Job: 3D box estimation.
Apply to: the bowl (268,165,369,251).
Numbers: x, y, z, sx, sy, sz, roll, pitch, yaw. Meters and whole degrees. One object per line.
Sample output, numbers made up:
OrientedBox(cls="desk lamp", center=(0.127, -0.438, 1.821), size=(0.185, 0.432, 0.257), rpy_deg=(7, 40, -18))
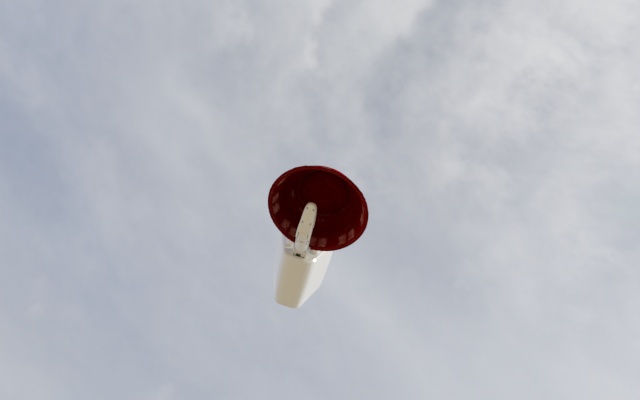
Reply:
OrientedBox(cls="bowl", center=(0.001, 0.001, 0.763), size=(0.162, 0.162, 0.055), rpy_deg=(0, 33, 15))
